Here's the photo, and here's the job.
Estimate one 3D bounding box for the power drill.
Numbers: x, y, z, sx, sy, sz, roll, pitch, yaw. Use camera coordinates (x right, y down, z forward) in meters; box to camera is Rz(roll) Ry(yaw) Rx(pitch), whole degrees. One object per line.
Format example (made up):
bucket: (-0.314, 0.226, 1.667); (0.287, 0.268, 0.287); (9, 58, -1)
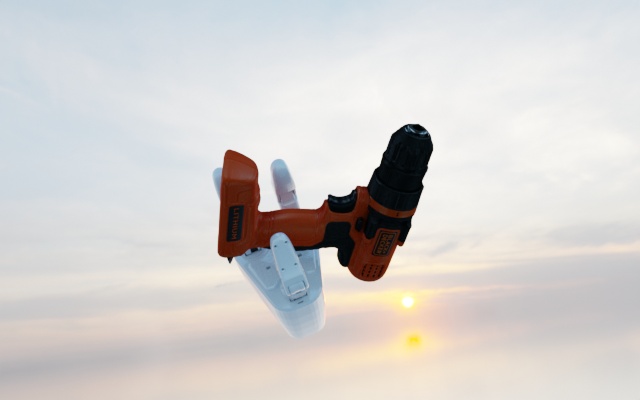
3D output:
power drill: (0.000, 0.002, 0.453); (0.187, 0.185, 0.057); (7, 36, -10)
